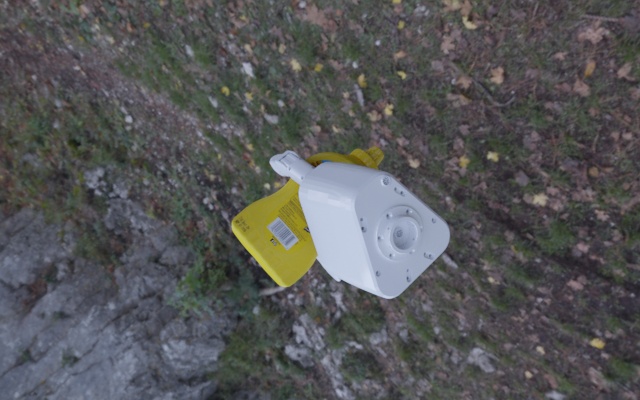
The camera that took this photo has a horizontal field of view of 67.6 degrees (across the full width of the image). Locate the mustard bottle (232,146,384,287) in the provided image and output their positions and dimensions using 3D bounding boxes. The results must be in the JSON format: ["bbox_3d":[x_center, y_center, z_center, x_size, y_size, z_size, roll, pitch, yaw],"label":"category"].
[{"bbox_3d":[0.000,0.002,0.543,0.191,0.096,0.058,-41,-3,-15],"label":"mustard bottle"}]
